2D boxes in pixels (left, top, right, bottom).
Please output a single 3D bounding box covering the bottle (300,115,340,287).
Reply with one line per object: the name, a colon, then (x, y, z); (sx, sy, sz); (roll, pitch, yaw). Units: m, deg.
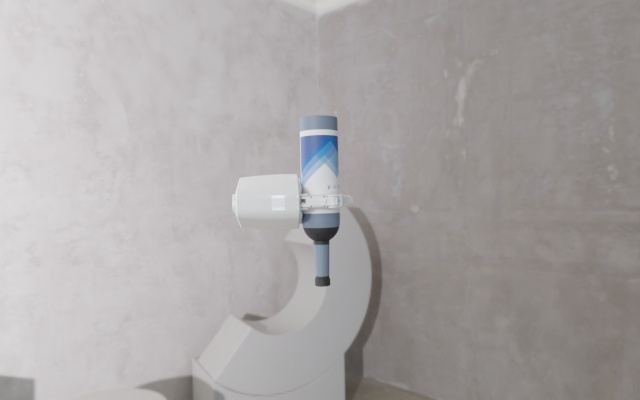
bottle: (0.000, 0.002, 0.840); (0.069, 0.295, 0.069); (-1, 1, 0)
